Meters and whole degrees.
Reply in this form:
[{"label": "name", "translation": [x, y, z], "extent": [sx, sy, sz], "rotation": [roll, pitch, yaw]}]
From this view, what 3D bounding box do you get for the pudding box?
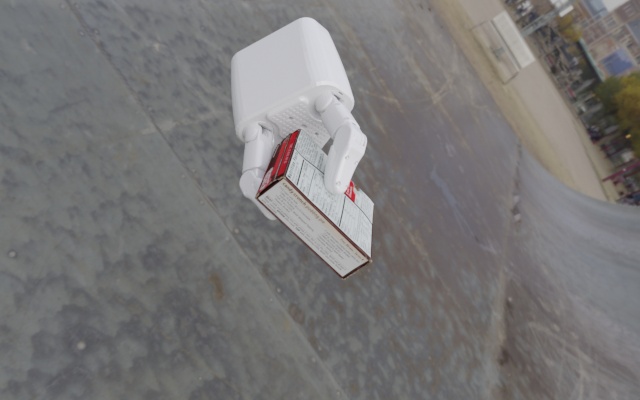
[{"label": "pudding box", "translation": [0.000, 0.001, 0.427], "extent": [0.039, 0.113, 0.090], "rotation": [-36, 22, 28]}]
